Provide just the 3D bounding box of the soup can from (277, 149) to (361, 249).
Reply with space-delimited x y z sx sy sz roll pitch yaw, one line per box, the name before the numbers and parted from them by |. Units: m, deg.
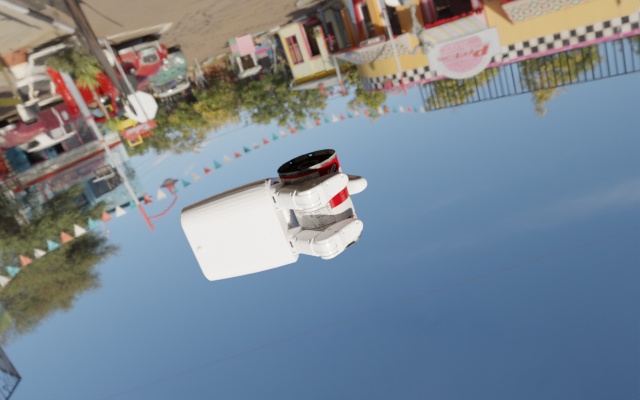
soup can | 0.001 0.002 0.538 0.068 0.102 0.068 -17 18 6
